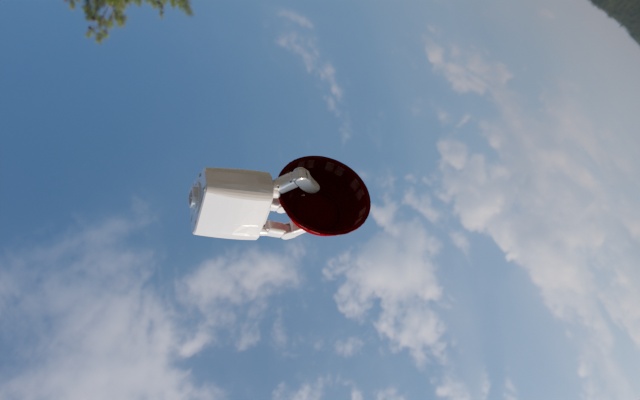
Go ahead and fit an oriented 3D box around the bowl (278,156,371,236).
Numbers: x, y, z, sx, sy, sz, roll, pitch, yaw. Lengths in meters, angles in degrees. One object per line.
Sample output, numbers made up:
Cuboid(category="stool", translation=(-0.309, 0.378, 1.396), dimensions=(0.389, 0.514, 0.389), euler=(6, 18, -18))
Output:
Cuboid(category="bowl", translation=(0.001, 0.003, 0.804), dimensions=(0.162, 0.162, 0.055), euler=(0, -35, -19))
